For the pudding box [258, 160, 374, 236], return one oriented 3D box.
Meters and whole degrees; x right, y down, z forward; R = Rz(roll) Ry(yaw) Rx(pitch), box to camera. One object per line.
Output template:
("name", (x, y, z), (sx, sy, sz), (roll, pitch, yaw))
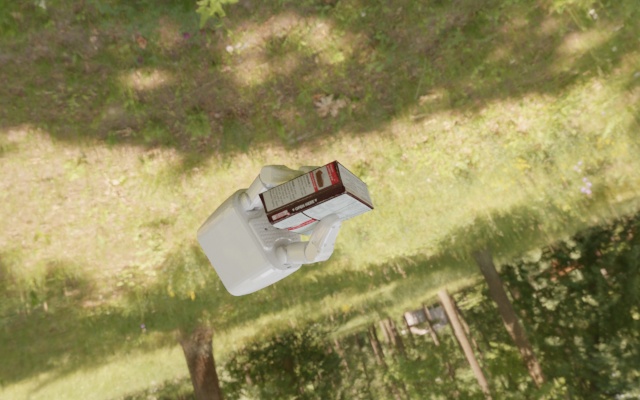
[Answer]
("pudding box", (0.000, 0.002, 0.516), (0.090, 0.039, 0.113), (-24, -15, 15))
